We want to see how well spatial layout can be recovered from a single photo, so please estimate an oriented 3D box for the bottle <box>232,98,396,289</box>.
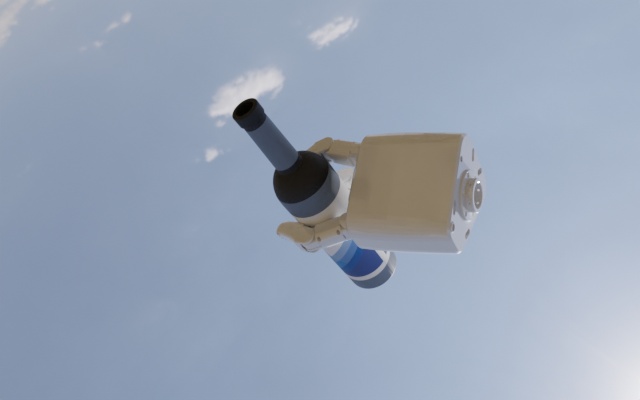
[{"bbox_3d":[0.000,0.002,0.528,0.069,0.069,0.296,0,-35,35],"label":"bottle"}]
